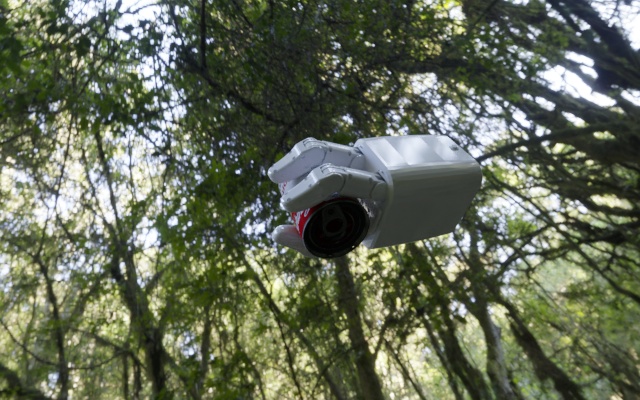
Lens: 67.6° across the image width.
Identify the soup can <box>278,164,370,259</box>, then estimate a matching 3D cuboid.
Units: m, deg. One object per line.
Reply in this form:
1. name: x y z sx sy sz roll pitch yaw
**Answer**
1. soup can: -0.001 0.002 0.493 0.068 0.068 0.102 0 33 -22
